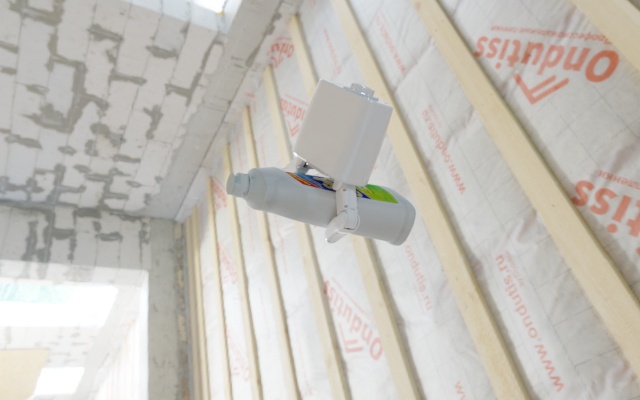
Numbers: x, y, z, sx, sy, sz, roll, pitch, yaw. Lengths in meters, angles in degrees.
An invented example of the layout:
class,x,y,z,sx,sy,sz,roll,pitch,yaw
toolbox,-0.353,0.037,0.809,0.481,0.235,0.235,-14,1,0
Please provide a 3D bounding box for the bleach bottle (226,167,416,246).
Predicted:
class,x,y,z,sx,sy,sz,roll,pitch,yaw
bleach bottle,0.000,0.002,0.638,0.251,0.068,0.102,10,20,-30
